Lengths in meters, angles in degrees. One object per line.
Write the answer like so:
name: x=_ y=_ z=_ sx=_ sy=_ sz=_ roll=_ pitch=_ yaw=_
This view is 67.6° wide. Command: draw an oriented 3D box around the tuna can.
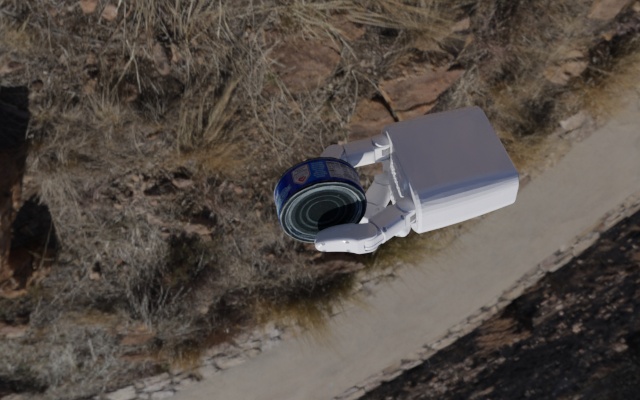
tuna can: x=0.000 y=0.002 z=0.454 sx=0.086 sy=0.033 sz=0.086 roll=-8 pitch=-43 yaw=-8
